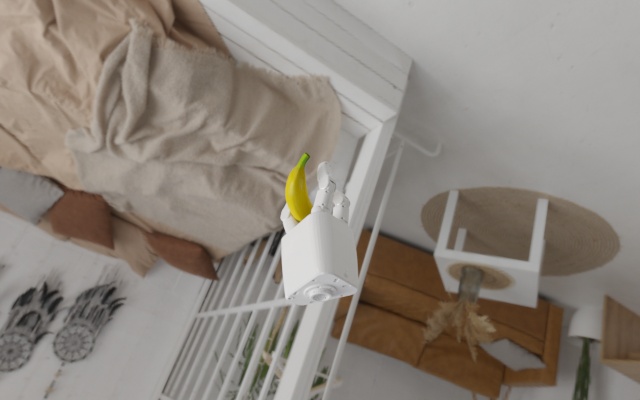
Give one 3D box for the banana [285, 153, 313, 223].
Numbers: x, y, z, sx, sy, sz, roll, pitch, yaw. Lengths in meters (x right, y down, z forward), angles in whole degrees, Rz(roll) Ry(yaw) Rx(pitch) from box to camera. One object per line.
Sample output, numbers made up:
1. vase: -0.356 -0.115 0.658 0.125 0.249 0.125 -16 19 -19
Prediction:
1. banana: -0.017 0.010 0.809 0.069 0.198 0.037 -30 48 -7
